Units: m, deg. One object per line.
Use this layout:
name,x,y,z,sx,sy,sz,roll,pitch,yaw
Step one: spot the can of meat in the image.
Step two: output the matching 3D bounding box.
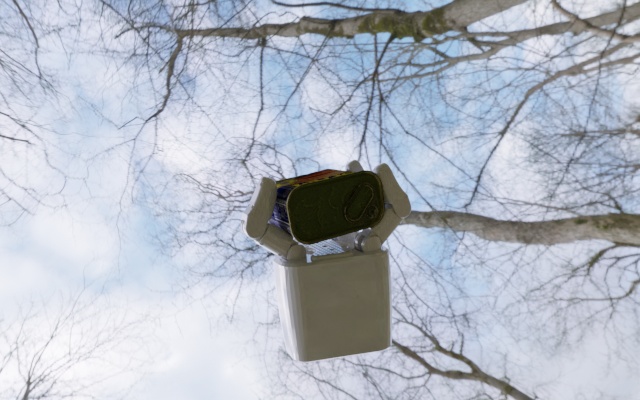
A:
can of meat,0.000,0.002,0.488,0.102,0.057,0.084,-14,12,-23
